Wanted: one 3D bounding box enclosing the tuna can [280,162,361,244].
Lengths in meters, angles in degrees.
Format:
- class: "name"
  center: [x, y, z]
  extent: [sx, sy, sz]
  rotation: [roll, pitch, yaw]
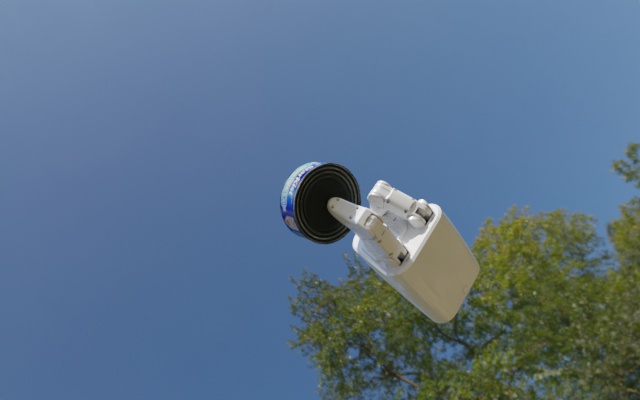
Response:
- class: "tuna can"
  center: [0.000, 0.002, 0.511]
  extent: [0.086, 0.086, 0.033]
  rotation: [0, 7, -35]
